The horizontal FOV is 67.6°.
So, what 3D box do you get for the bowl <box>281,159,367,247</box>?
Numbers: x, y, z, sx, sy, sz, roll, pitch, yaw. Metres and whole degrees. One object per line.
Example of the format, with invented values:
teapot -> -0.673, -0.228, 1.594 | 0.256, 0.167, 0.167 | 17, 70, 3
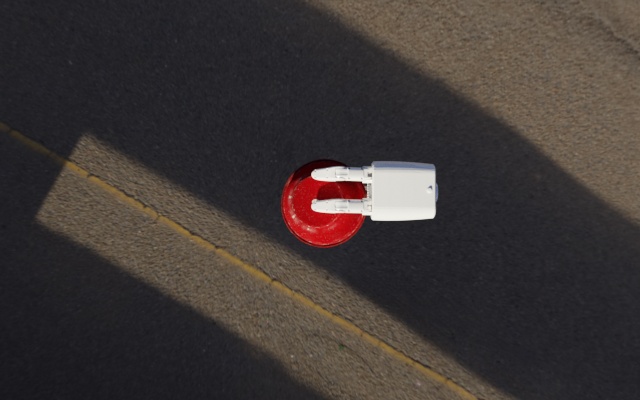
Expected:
bowl -> -0.001, 0.003, 0.848 | 0.162, 0.162, 0.055 | 0, -3, 13
